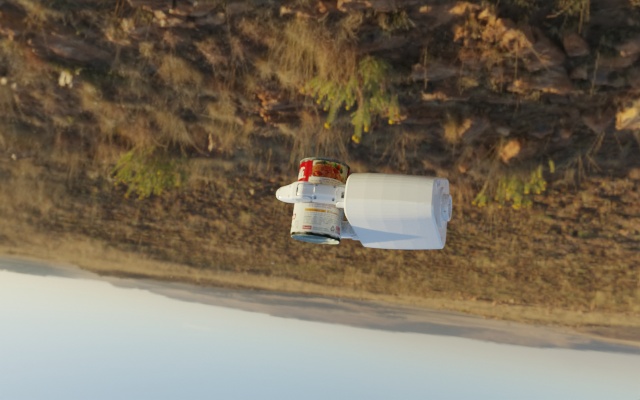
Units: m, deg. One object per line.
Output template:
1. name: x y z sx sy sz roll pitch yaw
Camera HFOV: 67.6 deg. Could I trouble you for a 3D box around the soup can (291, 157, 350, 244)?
1. soup can: 0.000 0.002 0.632 0.068 0.102 0.068 7 -13 2
